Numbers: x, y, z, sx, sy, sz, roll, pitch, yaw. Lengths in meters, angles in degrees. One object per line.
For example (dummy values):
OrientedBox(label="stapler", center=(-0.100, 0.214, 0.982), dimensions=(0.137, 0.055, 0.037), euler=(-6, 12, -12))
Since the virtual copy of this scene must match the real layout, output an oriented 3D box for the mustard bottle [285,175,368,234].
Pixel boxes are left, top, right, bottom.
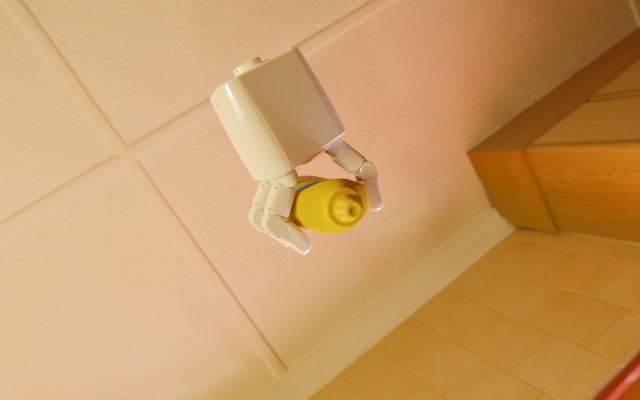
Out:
OrientedBox(label="mustard bottle", center=(0.000, 0.002, 0.545), dimensions=(0.096, 0.058, 0.191), euler=(-8, 6, -19))
